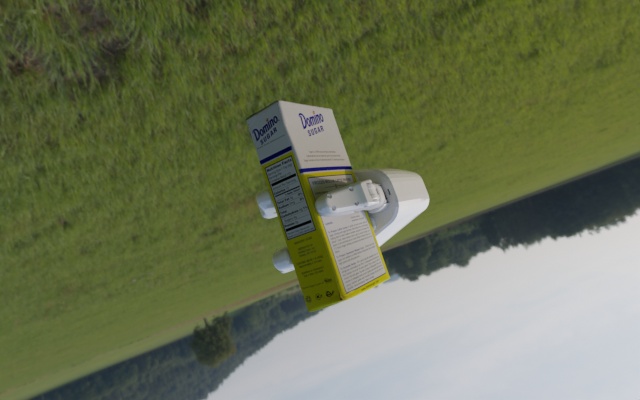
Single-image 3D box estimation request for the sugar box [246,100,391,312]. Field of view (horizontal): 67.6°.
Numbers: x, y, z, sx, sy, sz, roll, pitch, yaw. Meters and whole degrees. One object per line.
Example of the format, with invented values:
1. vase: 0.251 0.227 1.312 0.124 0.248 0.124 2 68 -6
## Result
1. sugar box: 0.000 0.002 0.433 0.048 0.176 0.093 -25 -9 31
